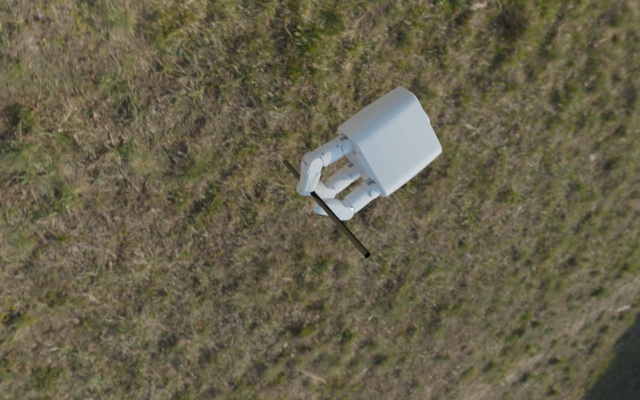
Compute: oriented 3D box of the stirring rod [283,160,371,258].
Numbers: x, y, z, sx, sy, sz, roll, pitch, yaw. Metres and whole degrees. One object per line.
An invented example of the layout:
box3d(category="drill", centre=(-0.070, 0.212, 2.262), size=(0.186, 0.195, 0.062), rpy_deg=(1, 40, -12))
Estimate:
box3d(category="stirring rod", centre=(0.000, 0.002, 0.631), size=(0.011, 0.011, 0.239), rpy_deg=(0, 30, -31))
